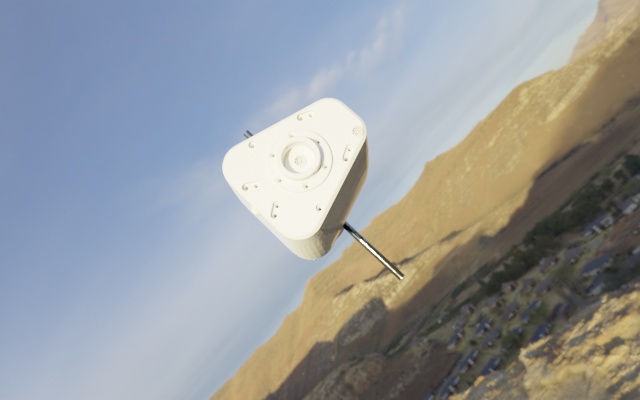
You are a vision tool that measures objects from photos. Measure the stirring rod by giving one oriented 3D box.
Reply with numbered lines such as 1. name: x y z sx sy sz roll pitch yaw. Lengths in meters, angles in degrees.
1. stirring rod: 0.000 0.002 0.529 0.239 0.011 0.011 43 11 12
